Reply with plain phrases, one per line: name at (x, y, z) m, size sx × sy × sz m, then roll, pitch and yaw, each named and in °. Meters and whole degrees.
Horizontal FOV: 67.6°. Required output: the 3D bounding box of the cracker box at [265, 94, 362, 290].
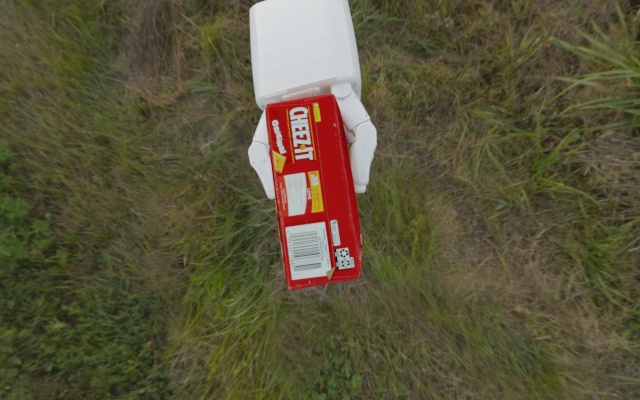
cracker box at (0.000, 0.002, 0.508) m, size 0.072 × 0.164 × 0.214 m, roll -8°, pitch -7°, yaw 3°
